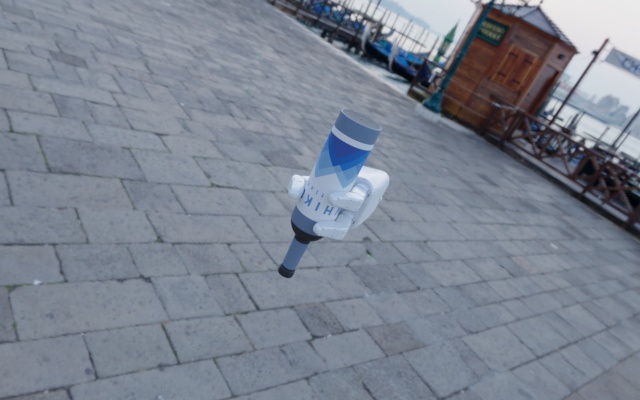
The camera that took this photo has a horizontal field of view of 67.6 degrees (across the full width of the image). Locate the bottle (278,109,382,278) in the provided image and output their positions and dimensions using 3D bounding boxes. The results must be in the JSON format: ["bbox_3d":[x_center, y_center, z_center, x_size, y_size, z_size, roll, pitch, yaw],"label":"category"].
[{"bbox_3d":[0.000,0.002,0.756,0.069,0.296,0.069,22,23,-10],"label":"bottle"}]
